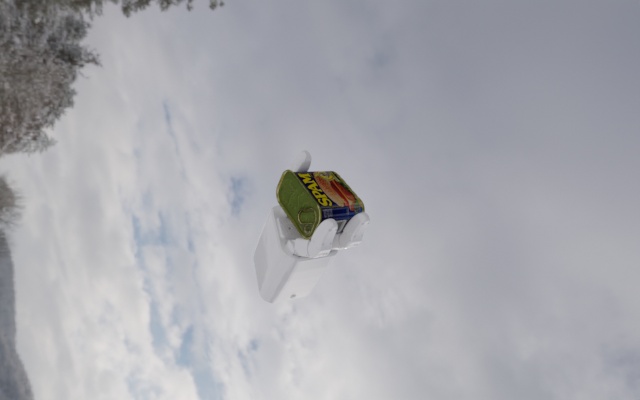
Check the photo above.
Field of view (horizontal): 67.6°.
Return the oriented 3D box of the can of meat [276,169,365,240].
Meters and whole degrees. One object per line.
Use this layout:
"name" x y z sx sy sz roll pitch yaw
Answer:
"can of meat" 0.000 0.002 0.667 0.084 0.057 0.102 -4 43 -38
